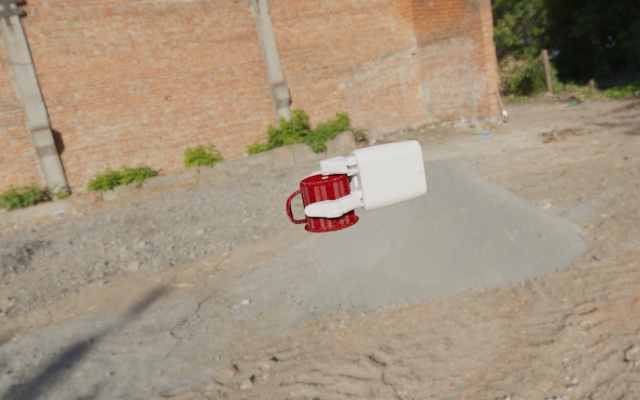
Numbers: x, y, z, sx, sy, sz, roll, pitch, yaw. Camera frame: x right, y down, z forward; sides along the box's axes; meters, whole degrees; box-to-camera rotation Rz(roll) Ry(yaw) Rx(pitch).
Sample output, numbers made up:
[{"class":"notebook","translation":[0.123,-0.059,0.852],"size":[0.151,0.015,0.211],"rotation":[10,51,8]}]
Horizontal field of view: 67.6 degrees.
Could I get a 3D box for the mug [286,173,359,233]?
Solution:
[{"class":"mug","translation":[-0.001,0.003,0.784],"size":[0.117,0.081,0.093],"rotation":[-13,13,-9]}]
